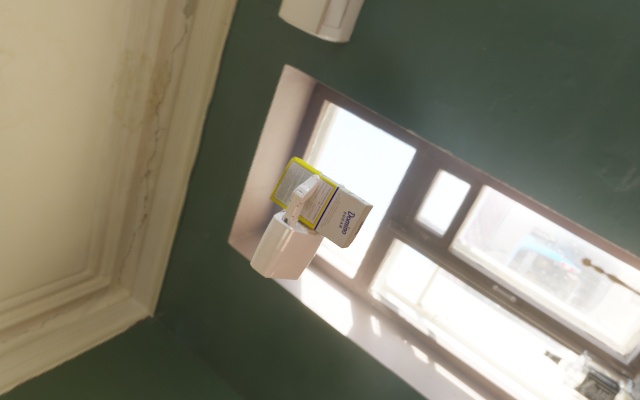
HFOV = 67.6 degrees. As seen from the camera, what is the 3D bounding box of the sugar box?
[{"bbox_3d":[0.000,0.003,0.870,0.176,0.093,0.048,34,12,21],"label":"sugar box"}]
